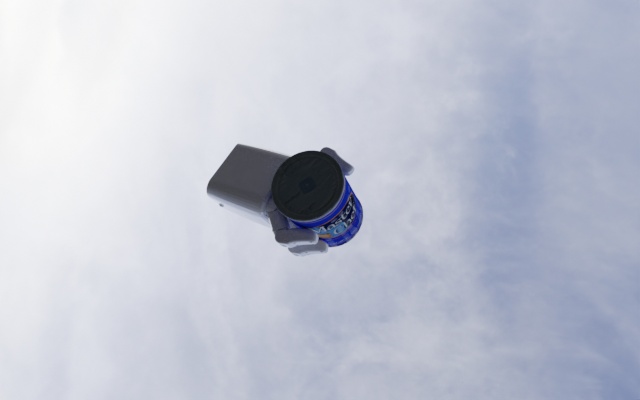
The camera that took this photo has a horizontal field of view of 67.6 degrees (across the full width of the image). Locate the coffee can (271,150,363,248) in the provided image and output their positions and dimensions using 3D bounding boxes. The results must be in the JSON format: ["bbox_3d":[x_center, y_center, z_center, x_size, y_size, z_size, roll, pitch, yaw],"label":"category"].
[{"bbox_3d":[0.000,0.002,0.702,0.103,0.102,0.140,0,-20,16],"label":"coffee can"}]
